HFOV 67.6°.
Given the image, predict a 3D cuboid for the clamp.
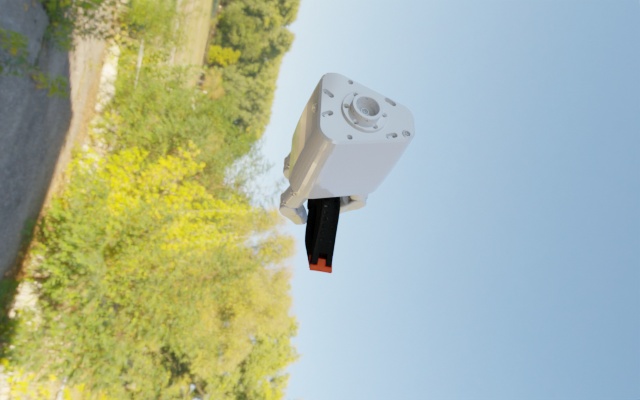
[{"bbox_3d":[0.001,0.003,0.625,0.036,0.209,0.165,10,-31,-11],"label":"clamp"}]
